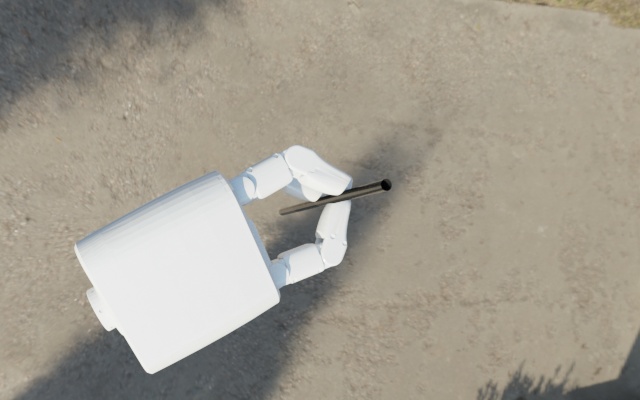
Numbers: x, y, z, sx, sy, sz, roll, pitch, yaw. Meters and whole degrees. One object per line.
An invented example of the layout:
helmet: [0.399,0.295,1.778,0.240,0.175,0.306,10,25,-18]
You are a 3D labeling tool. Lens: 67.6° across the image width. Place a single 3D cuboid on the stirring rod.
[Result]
stirring rod: [0.000,0.001,0.419,0.011,0.011,0.239,0,-5,-21]
